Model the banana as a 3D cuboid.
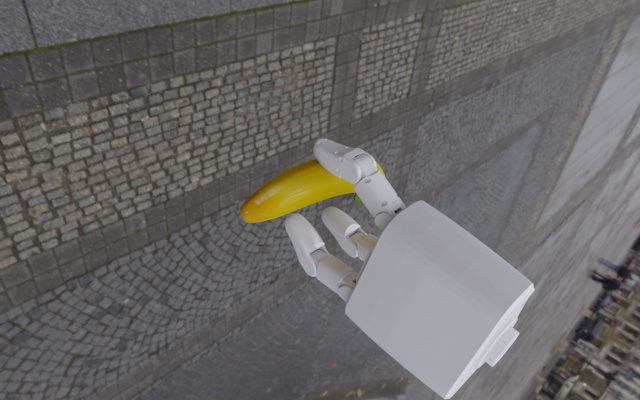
[{"bbox_3d":[0.011,-0.013,0.449,0.037,0.070,0.198,43,26,26],"label":"banana"}]
